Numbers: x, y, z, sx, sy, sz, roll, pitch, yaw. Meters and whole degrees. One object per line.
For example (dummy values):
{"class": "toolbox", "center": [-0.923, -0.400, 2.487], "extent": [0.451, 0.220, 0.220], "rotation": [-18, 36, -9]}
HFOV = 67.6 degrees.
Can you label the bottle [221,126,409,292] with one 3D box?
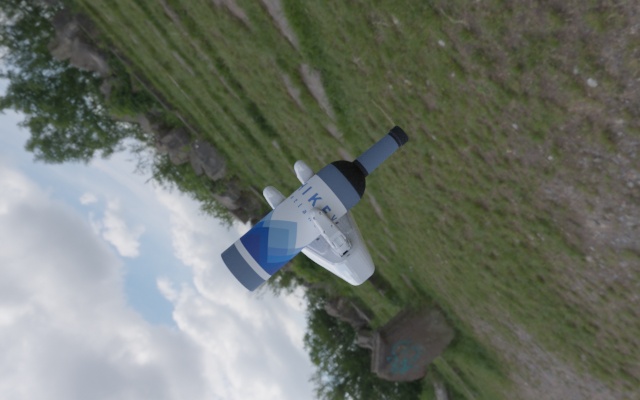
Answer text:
{"class": "bottle", "center": [0.000, 0.002, 0.647], "extent": [0.295, 0.069, 0.069], "rotation": [-40, 3, -3]}
